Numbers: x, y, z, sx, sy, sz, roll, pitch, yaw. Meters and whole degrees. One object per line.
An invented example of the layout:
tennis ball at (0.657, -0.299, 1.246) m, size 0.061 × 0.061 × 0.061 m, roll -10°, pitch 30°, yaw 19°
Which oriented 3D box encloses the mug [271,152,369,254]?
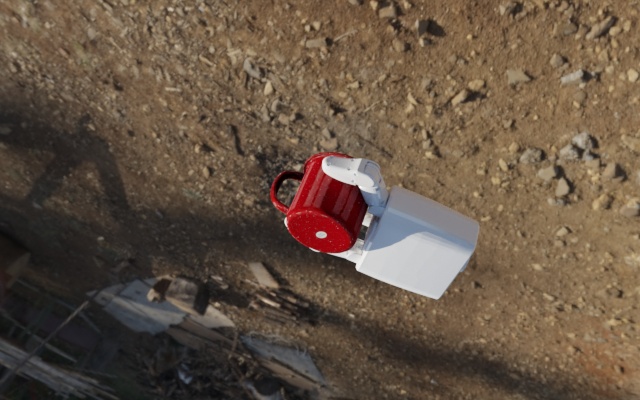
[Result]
mug at (-0.001, 0.001, 0.541) m, size 0.117 × 0.081 × 0.093 m, roll 21°, pitch -34°, yaw 3°
